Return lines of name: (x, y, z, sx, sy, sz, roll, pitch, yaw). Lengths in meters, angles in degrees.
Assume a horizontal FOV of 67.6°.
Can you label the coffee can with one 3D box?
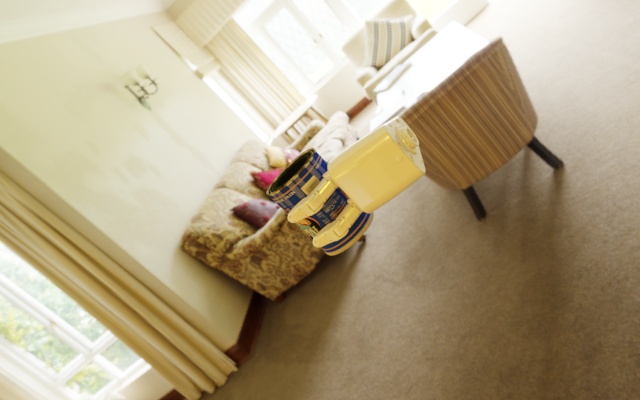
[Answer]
coffee can: (0.000, 0.003, 0.752, 0.140, 0.103, 0.103, 46, -16, -16)
